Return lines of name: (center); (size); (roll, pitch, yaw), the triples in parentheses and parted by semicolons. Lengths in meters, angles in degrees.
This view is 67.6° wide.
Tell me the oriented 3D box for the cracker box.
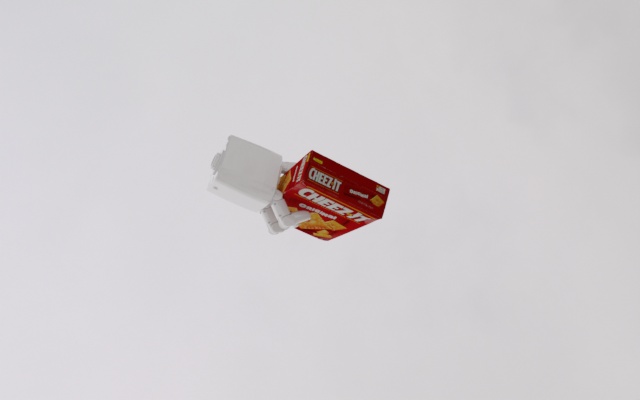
cracker box: (0.000, 0.003, 0.899); (0.164, 0.072, 0.214); (24, -24, -19)
